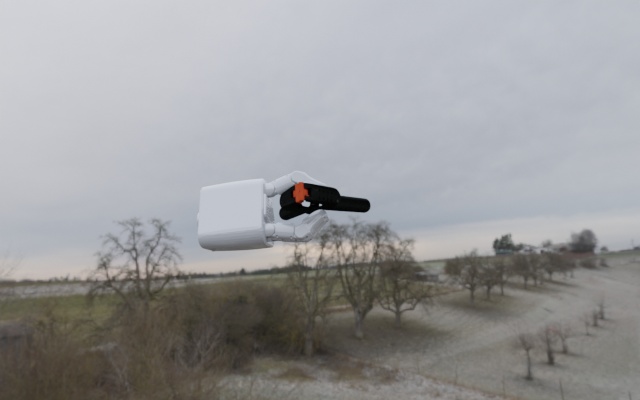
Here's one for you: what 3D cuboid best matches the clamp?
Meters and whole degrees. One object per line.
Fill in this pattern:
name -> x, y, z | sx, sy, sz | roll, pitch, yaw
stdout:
clamp -> 0.000, 0.002, 0.768 | 0.164, 0.036, 0.210 | -6, -10, 4
